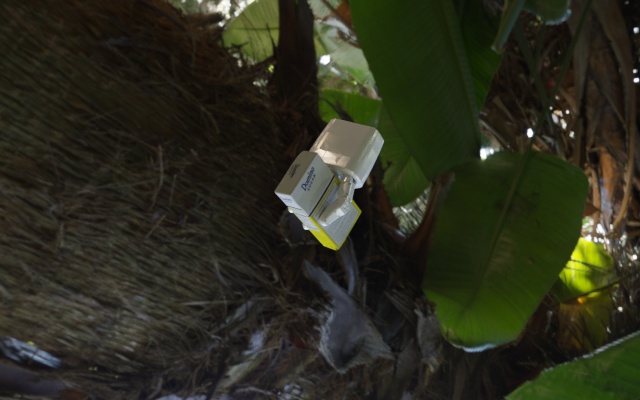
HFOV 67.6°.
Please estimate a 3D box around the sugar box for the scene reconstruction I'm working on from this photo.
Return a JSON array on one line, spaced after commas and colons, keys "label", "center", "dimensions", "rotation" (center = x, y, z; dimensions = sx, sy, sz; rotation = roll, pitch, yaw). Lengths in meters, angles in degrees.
[{"label": "sugar box", "center": [0.000, 0.003, 0.844], "dimensions": [0.048, 0.093, 0.176], "rotation": [12, -29, 44]}]
